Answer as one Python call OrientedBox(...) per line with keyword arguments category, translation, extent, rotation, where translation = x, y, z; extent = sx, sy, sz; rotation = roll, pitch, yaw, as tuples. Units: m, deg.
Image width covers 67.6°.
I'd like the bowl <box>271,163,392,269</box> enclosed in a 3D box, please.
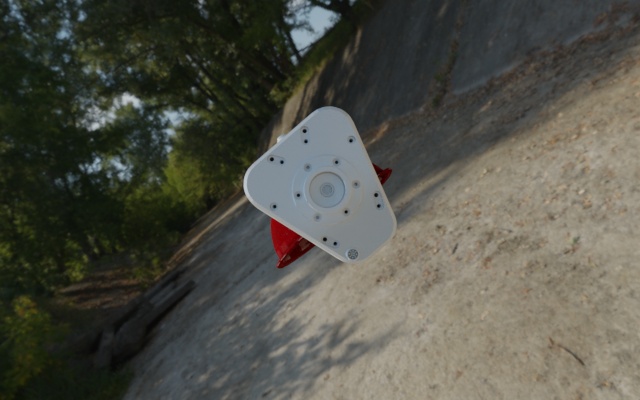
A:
OrientedBox(category="bowl", translation=(0.000, 0.002, 0.520), extent=(0.162, 0.055, 0.162), rotation=(-40, -9, -8))
